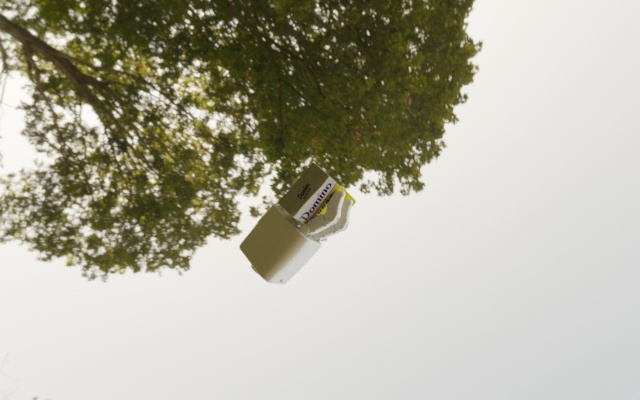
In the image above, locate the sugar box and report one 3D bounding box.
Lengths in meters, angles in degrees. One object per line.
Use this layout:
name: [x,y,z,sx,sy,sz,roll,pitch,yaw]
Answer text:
sugar box: [0.000,0.003,0.859,0.048,0.093,0.176,43,3,21]
